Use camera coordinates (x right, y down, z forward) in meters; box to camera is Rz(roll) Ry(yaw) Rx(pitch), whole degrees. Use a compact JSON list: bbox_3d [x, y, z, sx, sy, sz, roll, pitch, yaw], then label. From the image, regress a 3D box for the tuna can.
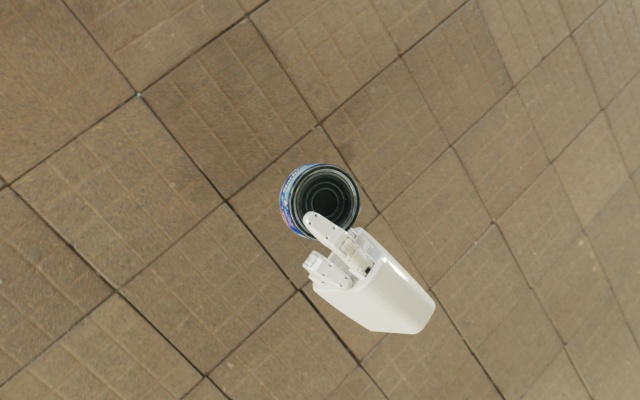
[{"bbox_3d":[0.000,0.002,0.523,0.086,0.086,0.034,0,5,-22],"label":"tuna can"}]
